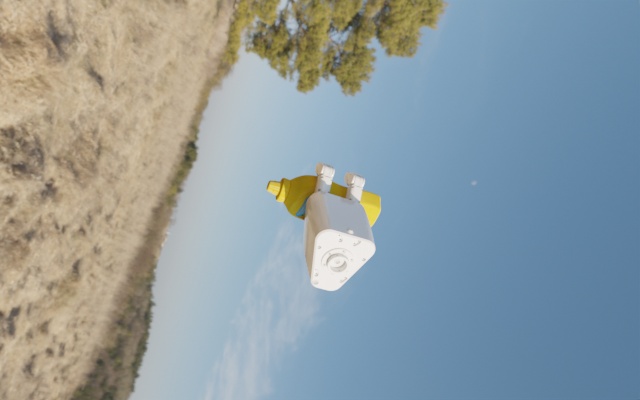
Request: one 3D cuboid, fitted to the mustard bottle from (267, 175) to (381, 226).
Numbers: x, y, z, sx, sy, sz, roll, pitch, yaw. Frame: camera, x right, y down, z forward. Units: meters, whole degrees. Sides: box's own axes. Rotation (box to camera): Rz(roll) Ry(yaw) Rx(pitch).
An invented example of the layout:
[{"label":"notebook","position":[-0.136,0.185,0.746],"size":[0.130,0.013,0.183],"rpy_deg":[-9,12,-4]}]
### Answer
[{"label":"mustard bottle","position":[0.000,0.003,0.823],"size":[0.191,0.058,0.096],"rpy_deg":[17,-38,-16]}]
